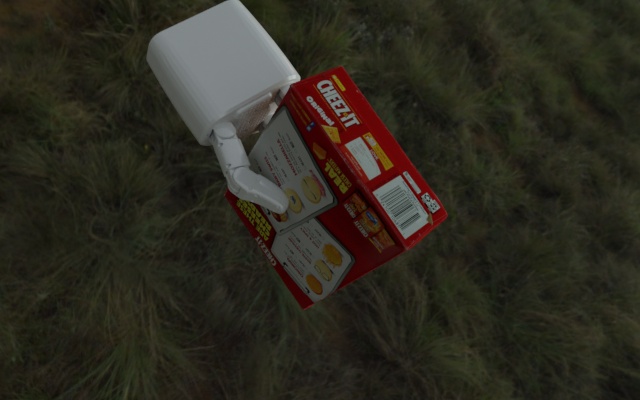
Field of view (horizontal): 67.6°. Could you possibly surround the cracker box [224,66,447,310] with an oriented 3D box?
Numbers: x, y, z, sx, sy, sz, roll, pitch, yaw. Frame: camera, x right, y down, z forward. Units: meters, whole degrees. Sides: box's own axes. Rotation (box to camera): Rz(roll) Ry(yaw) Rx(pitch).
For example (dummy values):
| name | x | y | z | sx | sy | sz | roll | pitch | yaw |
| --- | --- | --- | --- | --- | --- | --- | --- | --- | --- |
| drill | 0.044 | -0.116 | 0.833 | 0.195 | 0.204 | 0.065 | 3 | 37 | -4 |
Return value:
| name | x | y | z | sx | sy | sz | roll | pitch | yaw |
| --- | --- | --- | --- | --- | --- | --- | --- | --- | --- |
| cracker box | 0.000 | 0.002 | 0.476 | 0.072 | 0.164 | 0.214 | -30 | -8 | -34 |
